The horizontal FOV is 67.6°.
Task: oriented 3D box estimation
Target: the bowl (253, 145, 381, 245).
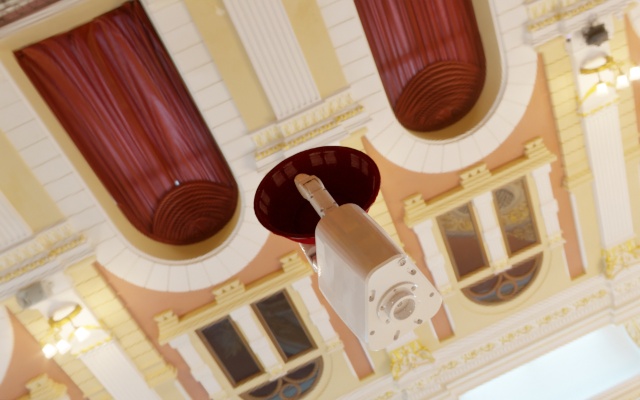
[{"bbox_3d":[0.000,0.001,0.603,0.162,0.162,0.055,0,-44,19],"label":"bowl"}]
